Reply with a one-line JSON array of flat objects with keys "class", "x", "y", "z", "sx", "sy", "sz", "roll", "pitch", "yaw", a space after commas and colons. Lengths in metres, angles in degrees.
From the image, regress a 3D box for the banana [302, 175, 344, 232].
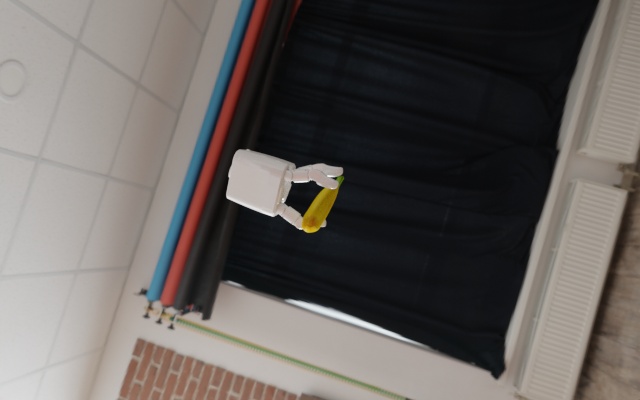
[{"class": "banana", "x": -0.004, "y": 0.016, "z": 0.902, "sx": 0.037, "sy": 0.070, "sz": 0.197, "roll": 22, "pitch": 33, "yaw": 6}]
